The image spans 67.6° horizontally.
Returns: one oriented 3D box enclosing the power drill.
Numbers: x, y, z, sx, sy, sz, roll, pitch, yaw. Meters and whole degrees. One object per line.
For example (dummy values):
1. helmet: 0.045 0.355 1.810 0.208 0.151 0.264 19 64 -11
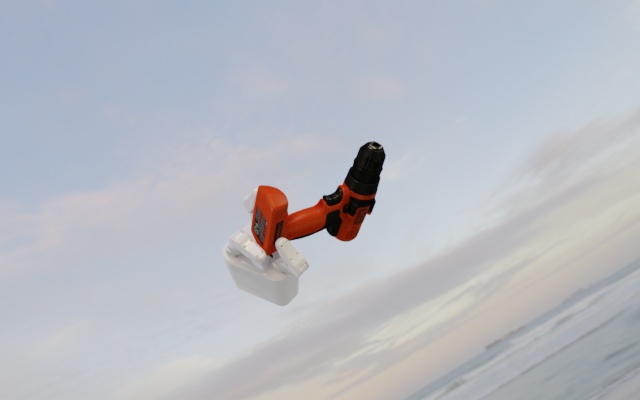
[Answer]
1. power drill: 0.000 0.003 0.688 0.187 0.185 0.057 -11 46 -29
